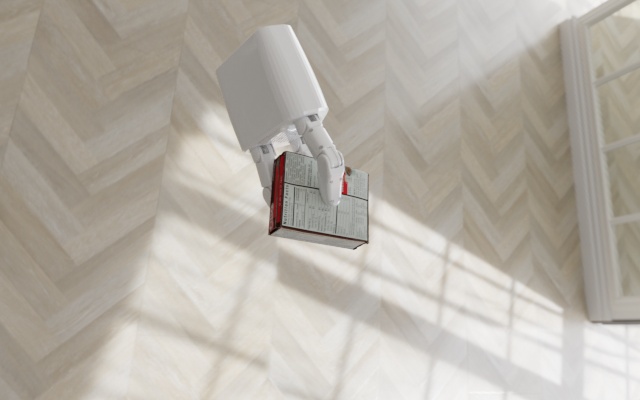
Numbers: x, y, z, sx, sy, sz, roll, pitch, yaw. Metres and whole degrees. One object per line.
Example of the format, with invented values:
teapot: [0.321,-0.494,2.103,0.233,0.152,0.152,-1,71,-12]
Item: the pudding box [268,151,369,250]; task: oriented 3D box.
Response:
pudding box: [0.000,0.002,0.537,0.113,0.090,0.039,12,-21,-24]
